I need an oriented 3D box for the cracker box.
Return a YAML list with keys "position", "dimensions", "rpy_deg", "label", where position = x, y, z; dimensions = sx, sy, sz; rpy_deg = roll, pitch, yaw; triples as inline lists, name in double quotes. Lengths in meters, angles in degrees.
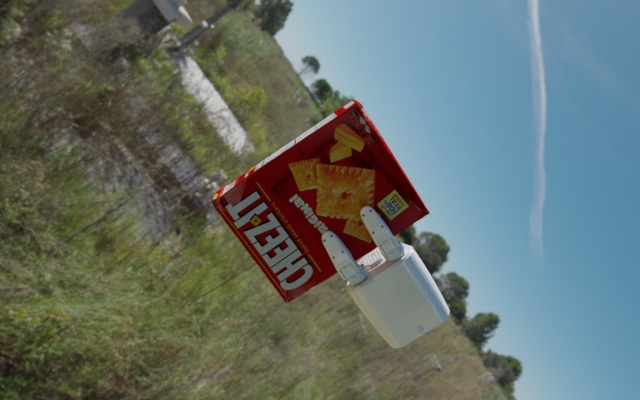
- position: [0.000, 0.002, 0.597]
  dimensions: [0.214, 0.164, 0.072]
  rpy_deg: [-33, 12, 5]
  label: "cracker box"
